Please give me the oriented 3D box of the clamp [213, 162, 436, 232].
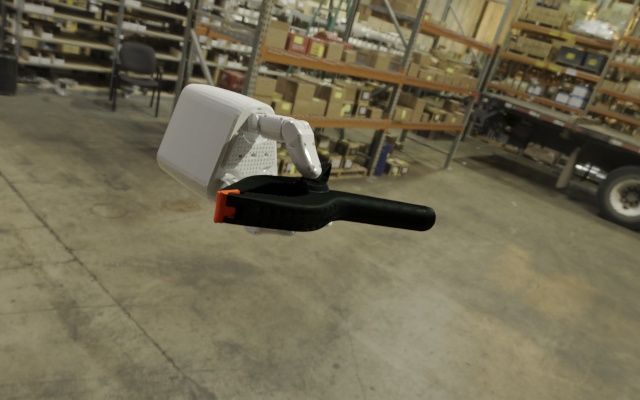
[{"bbox_3d":[0.000,0.001,0.450,0.164,0.036,0.210,23,21,35],"label":"clamp"}]
